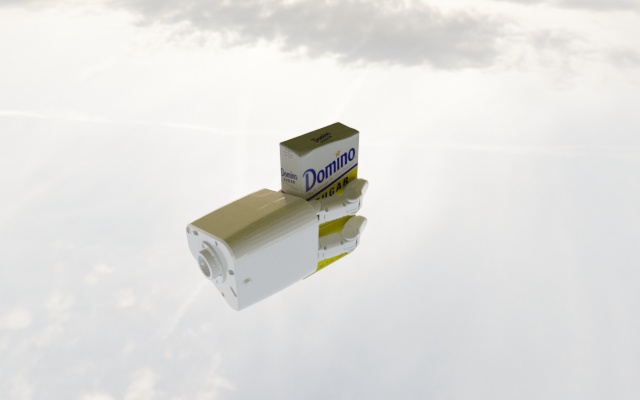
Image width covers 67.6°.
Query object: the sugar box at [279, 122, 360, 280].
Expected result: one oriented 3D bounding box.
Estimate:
[{"bbox_3d":[0.000,0.002,0.581,0.093,0.176,0.048,-26,43,-34],"label":"sugar box"}]
